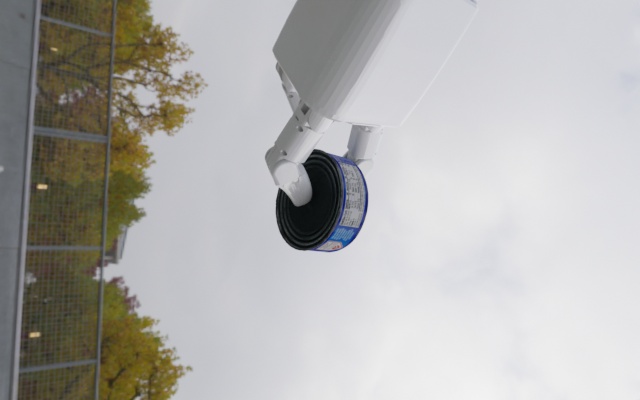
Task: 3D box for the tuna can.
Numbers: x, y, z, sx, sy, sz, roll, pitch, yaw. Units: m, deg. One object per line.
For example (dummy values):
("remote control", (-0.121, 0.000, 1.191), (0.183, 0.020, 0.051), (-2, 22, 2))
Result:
("tuna can", (0.000, 0.001, 0.408), (0.034, 0.086, 0.086), (11, -7, -41))
